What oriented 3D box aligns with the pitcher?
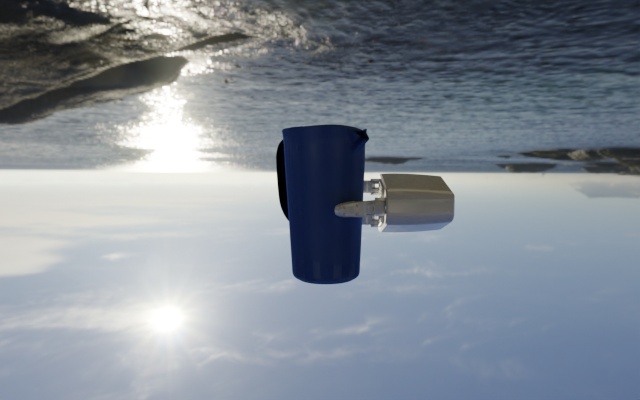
[{"bbox_3d":[0.000,0.002,0.762,0.145,0.243,0.149,0,3,-3],"label":"pitcher"}]
